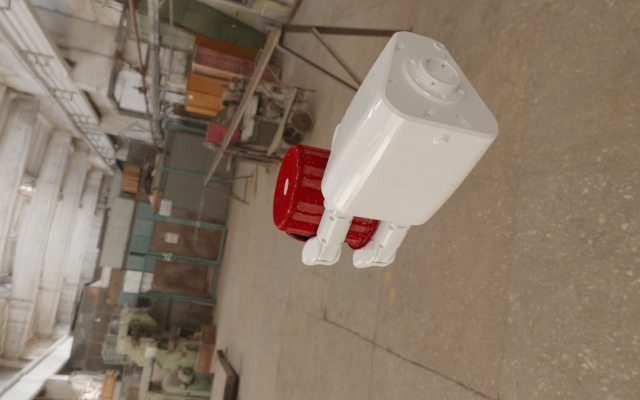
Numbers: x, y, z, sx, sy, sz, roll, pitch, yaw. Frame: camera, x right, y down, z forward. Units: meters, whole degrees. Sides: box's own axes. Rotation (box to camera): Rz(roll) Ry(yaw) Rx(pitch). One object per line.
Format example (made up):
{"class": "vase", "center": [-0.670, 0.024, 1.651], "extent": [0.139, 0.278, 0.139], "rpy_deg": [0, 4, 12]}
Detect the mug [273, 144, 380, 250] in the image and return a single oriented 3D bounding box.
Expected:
{"class": "mug", "center": [-0.001, 0.002, 0.457], "extent": [0.081, 0.093, 0.117], "rpy_deg": [11, -40, -18]}
